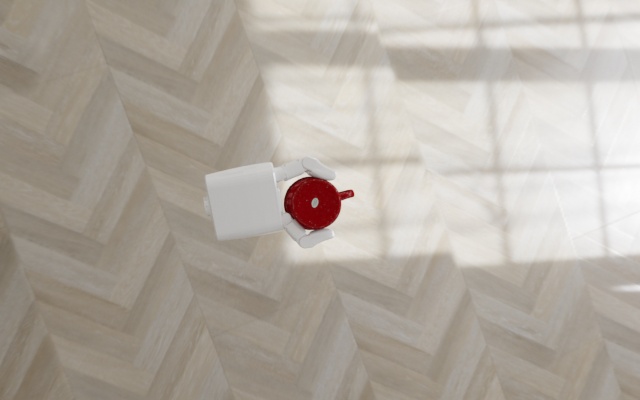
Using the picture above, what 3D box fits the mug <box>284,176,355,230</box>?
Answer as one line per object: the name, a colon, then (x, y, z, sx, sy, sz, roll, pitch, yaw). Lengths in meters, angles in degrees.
mug: (0.002, 0.002, 0.786, 0.117, 0.093, 0.081, -12, 2, -8)
